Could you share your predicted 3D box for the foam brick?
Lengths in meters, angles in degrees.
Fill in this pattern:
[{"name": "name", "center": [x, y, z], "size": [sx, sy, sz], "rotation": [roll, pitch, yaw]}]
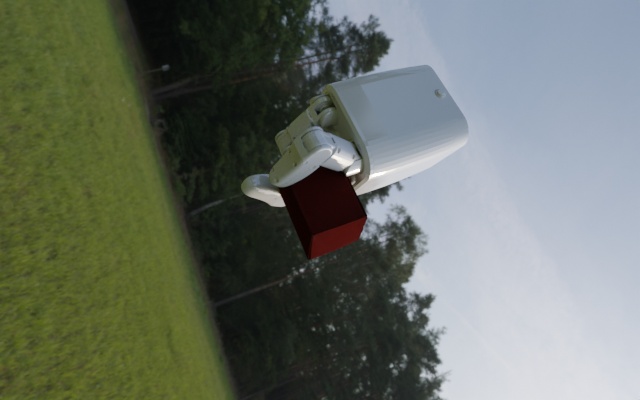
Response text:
[{"name": "foam brick", "center": [0.000, 0.002, 0.419], "size": [0.051, 0.078, 0.053], "rotation": [-17, -25, -15]}]
